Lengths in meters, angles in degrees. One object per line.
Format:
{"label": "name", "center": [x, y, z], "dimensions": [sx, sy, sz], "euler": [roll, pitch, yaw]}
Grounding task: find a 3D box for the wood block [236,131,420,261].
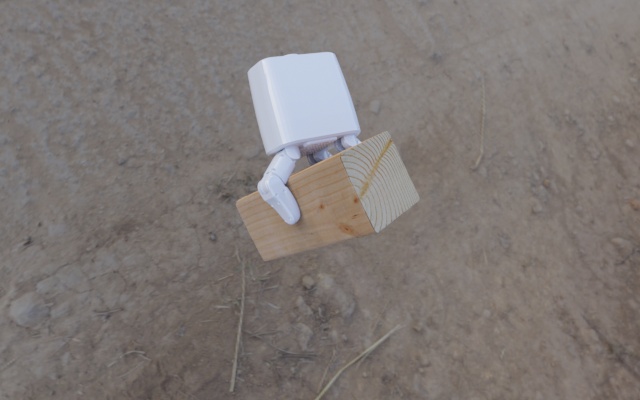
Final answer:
{"label": "wood block", "center": [0.000, 0.002, 0.578], "dimensions": [0.090, 0.090, 0.206], "euler": [-30, 7, -42]}
